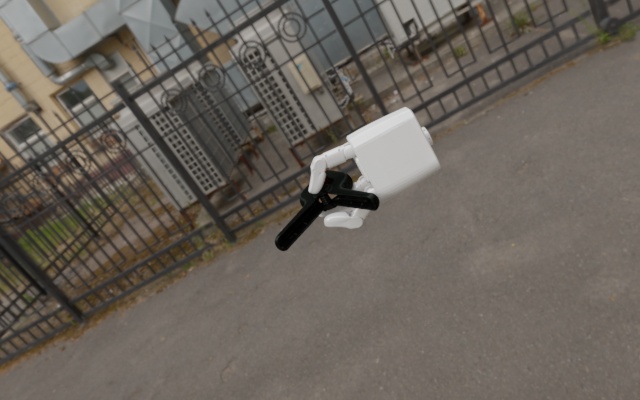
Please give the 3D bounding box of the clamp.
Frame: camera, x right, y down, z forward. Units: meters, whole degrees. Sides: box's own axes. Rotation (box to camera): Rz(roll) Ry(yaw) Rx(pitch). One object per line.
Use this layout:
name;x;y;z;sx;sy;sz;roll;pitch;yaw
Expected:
clamp;0.000;0.002;0.766;0.164;0.036;0.210;-26;21;4
